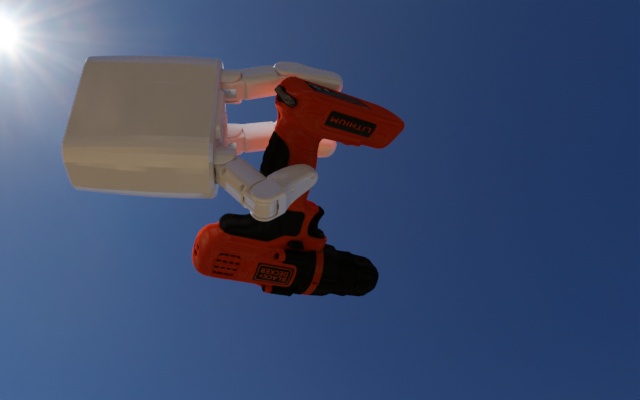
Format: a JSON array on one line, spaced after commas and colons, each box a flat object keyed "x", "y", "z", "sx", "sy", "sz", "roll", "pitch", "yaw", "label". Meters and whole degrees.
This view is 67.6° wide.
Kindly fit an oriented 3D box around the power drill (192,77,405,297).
[{"x": 0.000, "y": 0.001, "z": 0.420, "sx": 0.184, "sy": 0.188, "sz": 0.057, "roll": 13, "pitch": 20, "yaw": -27, "label": "power drill"}]
